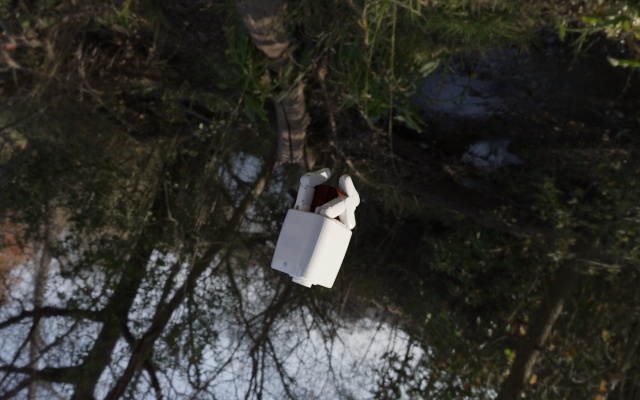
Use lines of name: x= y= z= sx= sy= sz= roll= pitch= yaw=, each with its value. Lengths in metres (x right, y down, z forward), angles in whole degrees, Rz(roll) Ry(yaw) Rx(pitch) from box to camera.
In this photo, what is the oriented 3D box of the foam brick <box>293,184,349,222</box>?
foam brick: x=0.000 y=0.003 z=0.844 sx=0.078 sy=0.051 sz=0.053 roll=9 pitch=-13 yaw=47
